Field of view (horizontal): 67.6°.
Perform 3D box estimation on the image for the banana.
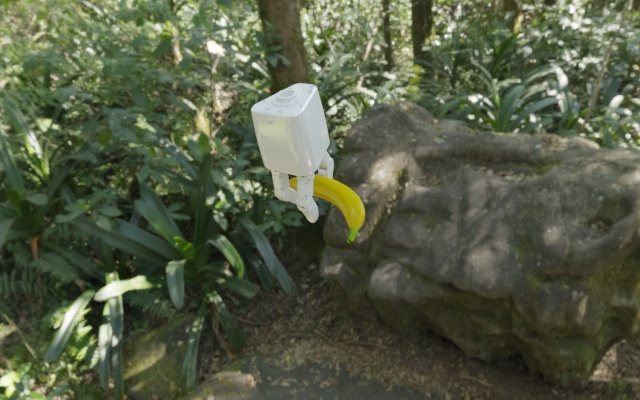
[{"bbox_3d":[0.017,-0.005,0.816,0.069,0.037,0.197,-31,43,-18],"label":"banana"}]
